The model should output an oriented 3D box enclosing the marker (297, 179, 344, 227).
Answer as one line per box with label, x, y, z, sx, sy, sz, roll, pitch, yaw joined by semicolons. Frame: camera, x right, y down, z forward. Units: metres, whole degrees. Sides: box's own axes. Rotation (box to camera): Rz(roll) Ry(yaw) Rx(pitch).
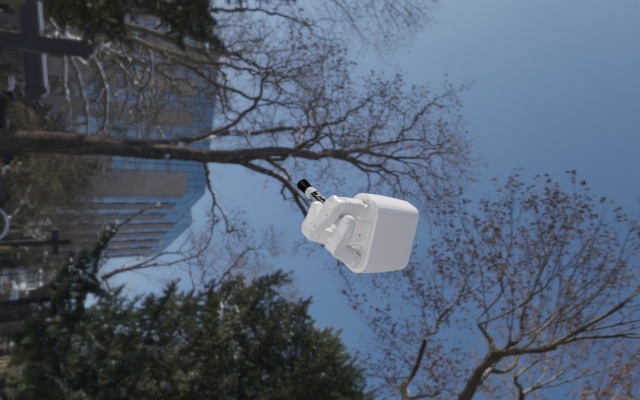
marker;0.000;0.002;0.713;0.020;0.020;0.121;0;31;-38
